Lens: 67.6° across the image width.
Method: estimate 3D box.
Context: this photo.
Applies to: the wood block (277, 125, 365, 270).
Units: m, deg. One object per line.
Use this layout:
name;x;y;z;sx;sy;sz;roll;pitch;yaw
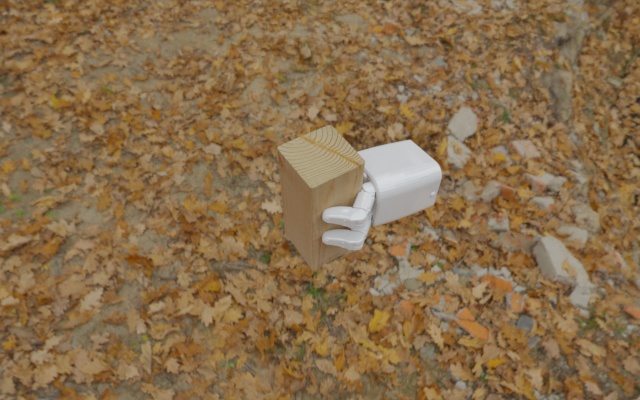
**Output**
wood block;0.000;0.002;0.721;0.090;0.090;0.206;-26;-34;-20
